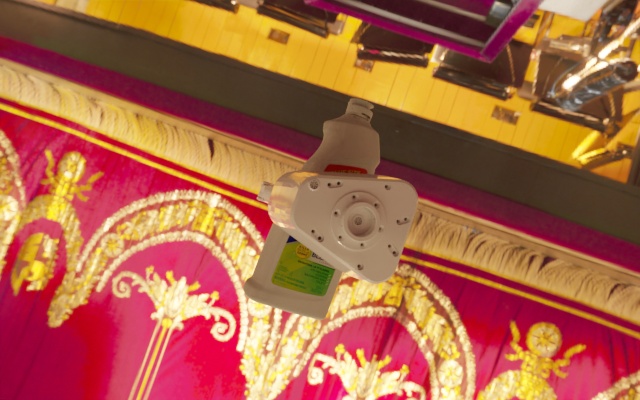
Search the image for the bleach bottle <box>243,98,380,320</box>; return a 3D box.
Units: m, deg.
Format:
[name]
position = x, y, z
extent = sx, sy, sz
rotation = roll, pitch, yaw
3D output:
[bleach bottle]
position = 0.000, 0.002, 0.549
extent = 0.102, 0.251, 0.068
rotation = 20, -2, -16
